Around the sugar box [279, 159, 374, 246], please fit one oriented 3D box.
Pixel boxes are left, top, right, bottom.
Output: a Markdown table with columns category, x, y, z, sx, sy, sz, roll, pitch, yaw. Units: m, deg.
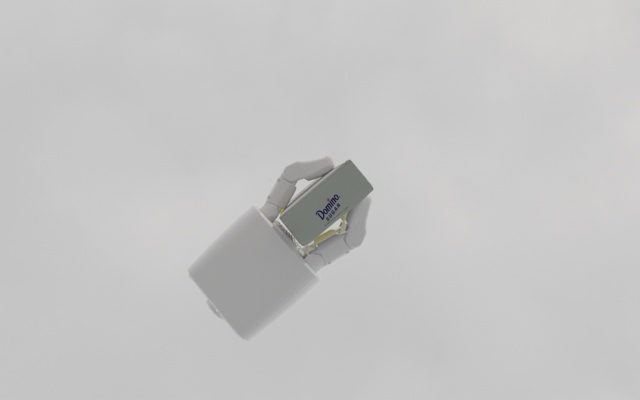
| category | x | y | z | sx | sy | sz | roll | pitch | yaw |
| --- | --- | --- | --- | --- | --- | --- | --- | --- | --- |
| sugar box | 0.000 | 0.002 | 0.548 | 0.093 | 0.048 | 0.176 | -40 | 6 | -2 |
